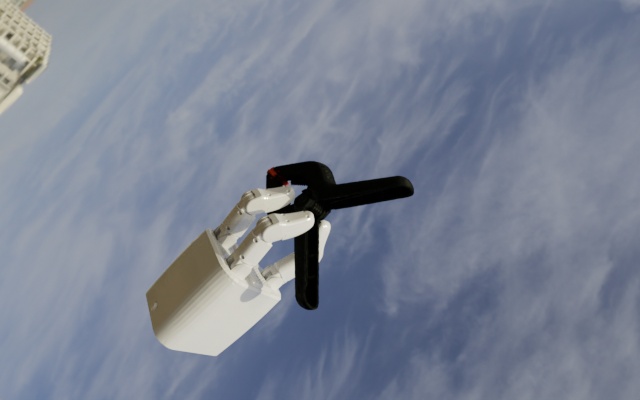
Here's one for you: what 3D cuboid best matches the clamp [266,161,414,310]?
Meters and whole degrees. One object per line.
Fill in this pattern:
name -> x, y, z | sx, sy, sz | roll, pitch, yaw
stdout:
clamp -> 0.000, 0.002, 0.541 | 0.036, 0.164, 0.210 | 42, 5, -39
